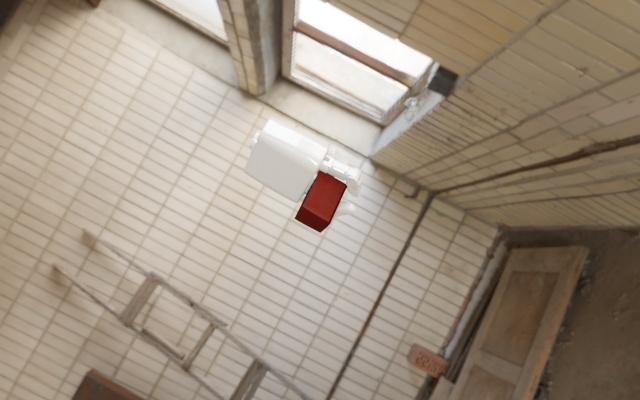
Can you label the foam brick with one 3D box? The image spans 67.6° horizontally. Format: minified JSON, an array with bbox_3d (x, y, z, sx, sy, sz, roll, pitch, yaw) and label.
[{"bbox_3d":[0.000,0.003,0.766,0.051,0.078,0.053,29,-29,-6],"label":"foam brick"}]
